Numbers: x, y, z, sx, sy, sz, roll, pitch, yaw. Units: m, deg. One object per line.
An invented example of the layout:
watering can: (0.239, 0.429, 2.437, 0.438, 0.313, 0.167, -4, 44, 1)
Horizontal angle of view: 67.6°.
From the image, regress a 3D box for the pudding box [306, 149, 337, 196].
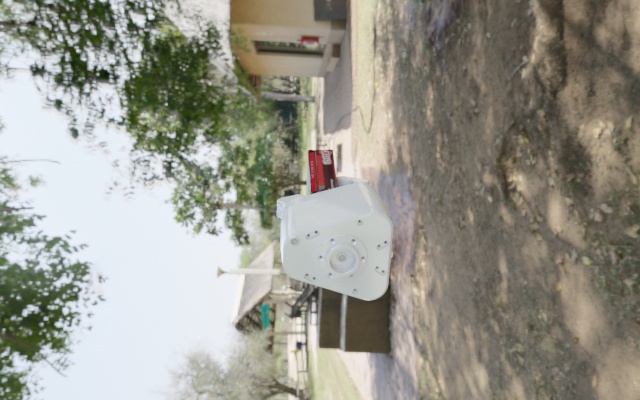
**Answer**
pudding box: (0.000, 0.002, 0.635, 0.039, 0.114, 0.090, 2, 44, -5)
